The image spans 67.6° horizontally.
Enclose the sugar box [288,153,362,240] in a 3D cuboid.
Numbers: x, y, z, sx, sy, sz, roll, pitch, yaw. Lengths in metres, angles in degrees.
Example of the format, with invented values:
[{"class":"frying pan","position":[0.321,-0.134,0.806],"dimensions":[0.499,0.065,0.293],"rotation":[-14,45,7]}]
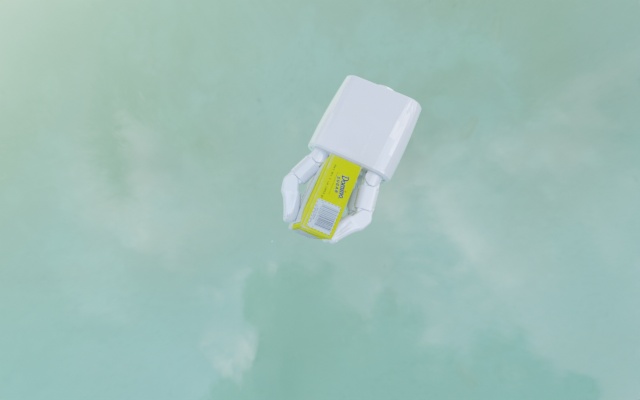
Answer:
[{"class":"sugar box","position":[0.001,0.002,0.617],"dimensions":[0.048,0.093,0.176],"rotation":[24,-6,-3]}]
